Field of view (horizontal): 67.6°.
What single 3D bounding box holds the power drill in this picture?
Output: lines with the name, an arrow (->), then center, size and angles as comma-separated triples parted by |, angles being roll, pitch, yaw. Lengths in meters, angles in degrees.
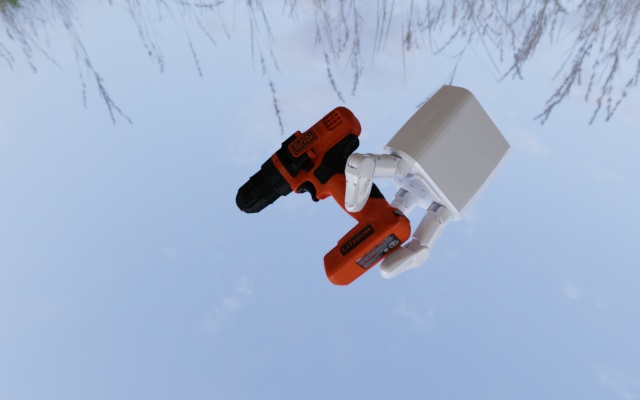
power drill -> 0.001, 0.002, 0.552 | 0.184, 0.187, 0.057 | -39, -30, 10
